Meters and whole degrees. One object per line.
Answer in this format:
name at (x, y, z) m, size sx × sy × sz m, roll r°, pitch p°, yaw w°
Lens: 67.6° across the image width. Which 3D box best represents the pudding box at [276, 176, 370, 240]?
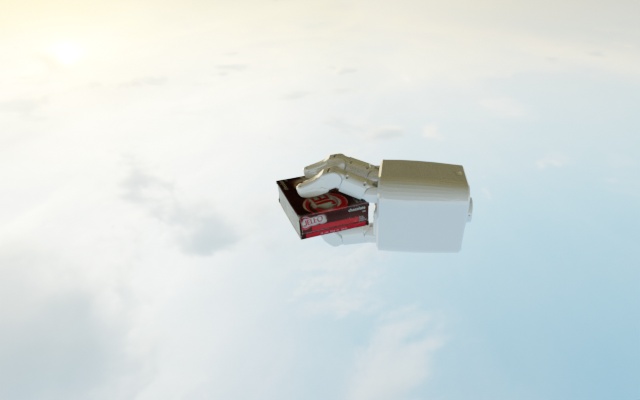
pudding box at (0.000, 0.002, 0.611) m, size 0.090 × 0.039 × 0.113 m, roll -11°, pitch 26°, yaw -16°
